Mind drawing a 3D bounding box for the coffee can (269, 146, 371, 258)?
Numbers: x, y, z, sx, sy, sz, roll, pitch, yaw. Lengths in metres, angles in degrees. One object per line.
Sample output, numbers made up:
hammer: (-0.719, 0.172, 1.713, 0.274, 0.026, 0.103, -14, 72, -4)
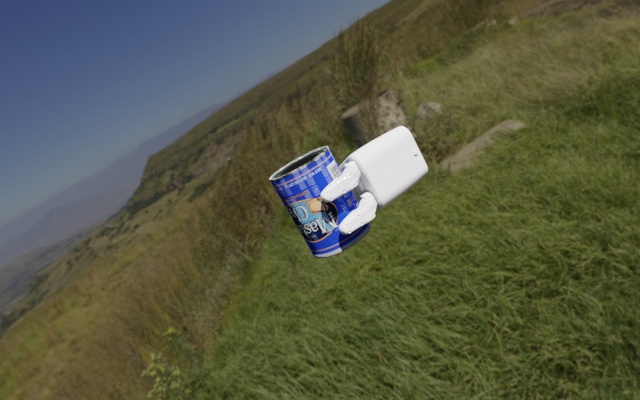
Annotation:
coffee can: (0.000, 0.003, 0.731, 0.103, 0.140, 0.102, -28, 13, 7)
